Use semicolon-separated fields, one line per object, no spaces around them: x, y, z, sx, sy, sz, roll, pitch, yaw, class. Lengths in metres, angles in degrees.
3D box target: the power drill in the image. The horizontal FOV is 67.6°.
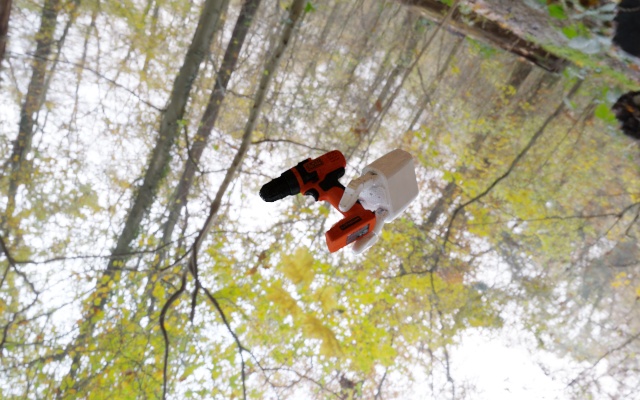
0.001;0.003;0.892;0.184;0.187;0.057;-28;-27;-14;power drill
